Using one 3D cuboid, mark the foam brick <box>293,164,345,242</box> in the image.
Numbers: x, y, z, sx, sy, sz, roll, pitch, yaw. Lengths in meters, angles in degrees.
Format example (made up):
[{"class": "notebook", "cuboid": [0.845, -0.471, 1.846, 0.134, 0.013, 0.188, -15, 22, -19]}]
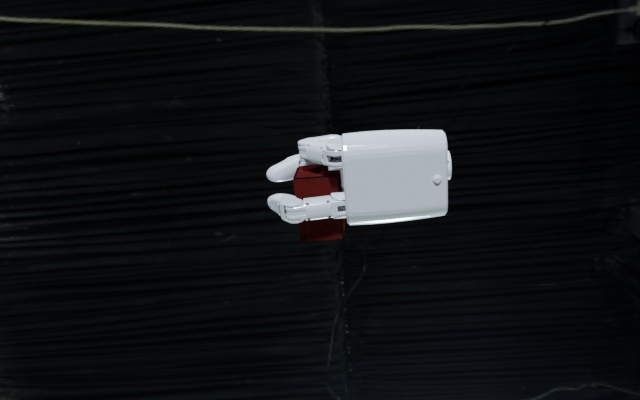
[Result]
[{"class": "foam brick", "cuboid": [0.000, 0.002, 0.549, 0.051, 0.078, 0.053, -4, 20, 5]}]
